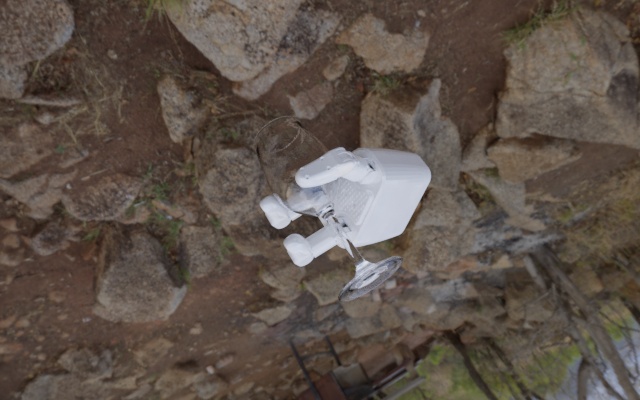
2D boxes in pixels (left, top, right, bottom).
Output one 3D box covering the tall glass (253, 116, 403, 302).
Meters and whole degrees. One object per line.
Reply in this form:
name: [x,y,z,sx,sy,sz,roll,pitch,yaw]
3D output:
tall glass: [0.000,0.002,0.505,0.079,0.201,0.079,-27,-25,-14]
